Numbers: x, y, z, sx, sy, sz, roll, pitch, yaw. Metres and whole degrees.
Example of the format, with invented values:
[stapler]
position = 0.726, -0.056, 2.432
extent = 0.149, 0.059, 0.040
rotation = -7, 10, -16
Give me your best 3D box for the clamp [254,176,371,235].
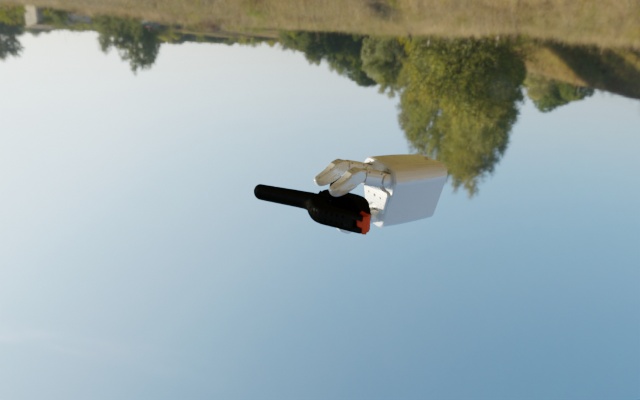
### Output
[clamp]
position = 0.001, 0.003, 0.735
extent = 0.164, 0.036, 0.210
rotation = -9, 23, -23
